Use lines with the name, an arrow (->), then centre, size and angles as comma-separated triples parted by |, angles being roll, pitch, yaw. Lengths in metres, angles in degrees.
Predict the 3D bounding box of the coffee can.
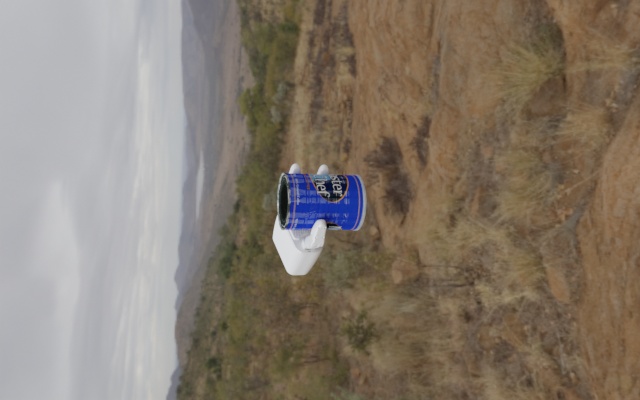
coffee can -> 0.000, 0.003, 0.860 | 0.140, 0.103, 0.103 | 1, 0, -16
